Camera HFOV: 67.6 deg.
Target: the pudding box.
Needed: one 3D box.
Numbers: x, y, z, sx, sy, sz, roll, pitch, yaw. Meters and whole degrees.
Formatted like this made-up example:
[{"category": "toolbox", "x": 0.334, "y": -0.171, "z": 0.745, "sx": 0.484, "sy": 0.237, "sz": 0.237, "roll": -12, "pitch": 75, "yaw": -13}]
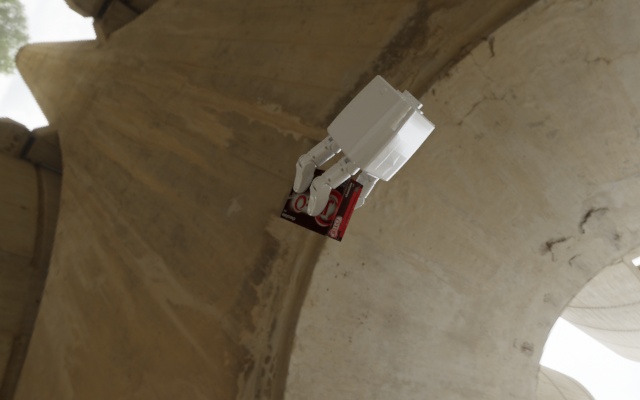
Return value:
[{"category": "pudding box", "x": 0.000, "y": 0.002, "z": 0.708, "sx": 0.039, "sy": 0.090, "sz": 0.113, "roll": 27, "pitch": -6, "yaw": -41}]
